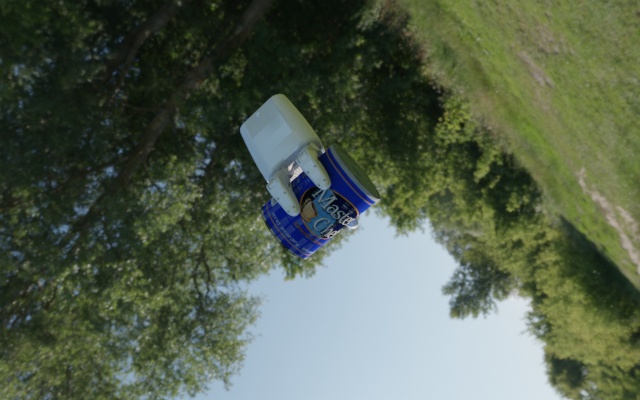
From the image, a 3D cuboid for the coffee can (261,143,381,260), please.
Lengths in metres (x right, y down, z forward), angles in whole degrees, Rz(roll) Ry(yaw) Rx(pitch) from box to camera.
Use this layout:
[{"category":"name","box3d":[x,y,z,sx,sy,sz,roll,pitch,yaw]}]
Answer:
[{"category":"coffee can","box3d":[0.000,0.002,0.684,0.140,0.103,0.103,-40,-11,13]}]
